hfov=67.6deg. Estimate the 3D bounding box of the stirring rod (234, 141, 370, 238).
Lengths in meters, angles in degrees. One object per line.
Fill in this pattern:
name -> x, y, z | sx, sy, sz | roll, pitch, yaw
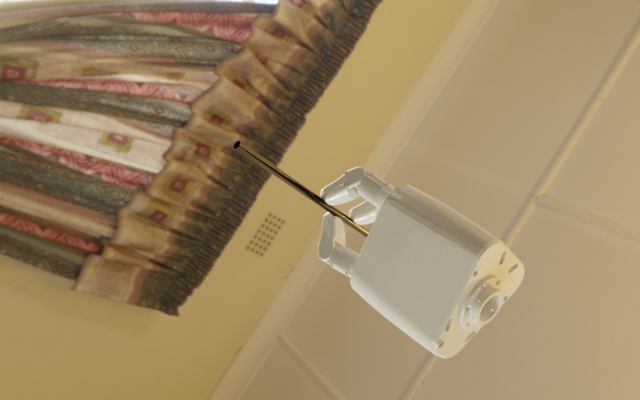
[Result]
stirring rod -> 0.000, 0.002, 0.490 | 0.011, 0.011, 0.240 | 0, -24, 40
